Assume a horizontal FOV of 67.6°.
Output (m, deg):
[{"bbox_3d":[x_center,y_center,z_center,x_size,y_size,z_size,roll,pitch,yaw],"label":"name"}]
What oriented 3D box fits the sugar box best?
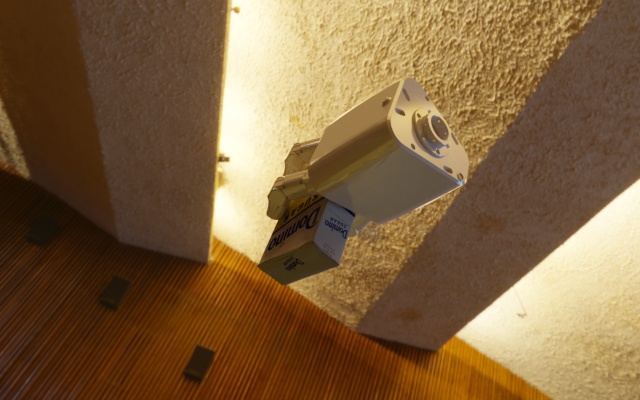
[{"bbox_3d":[0.000,0.001,0.525,0.048,0.176,0.093,42,-43,-20],"label":"sugar box"}]
